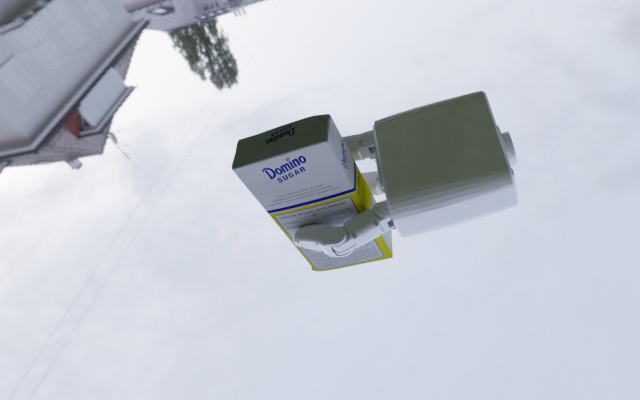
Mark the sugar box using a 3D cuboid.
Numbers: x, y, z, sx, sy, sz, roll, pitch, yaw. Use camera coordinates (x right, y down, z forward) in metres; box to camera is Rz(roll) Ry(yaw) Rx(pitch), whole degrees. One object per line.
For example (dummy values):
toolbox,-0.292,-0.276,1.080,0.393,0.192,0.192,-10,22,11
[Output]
sugar box,0.000,0.001,0.465,0.093,0.048,0.176,-14,-46,19
